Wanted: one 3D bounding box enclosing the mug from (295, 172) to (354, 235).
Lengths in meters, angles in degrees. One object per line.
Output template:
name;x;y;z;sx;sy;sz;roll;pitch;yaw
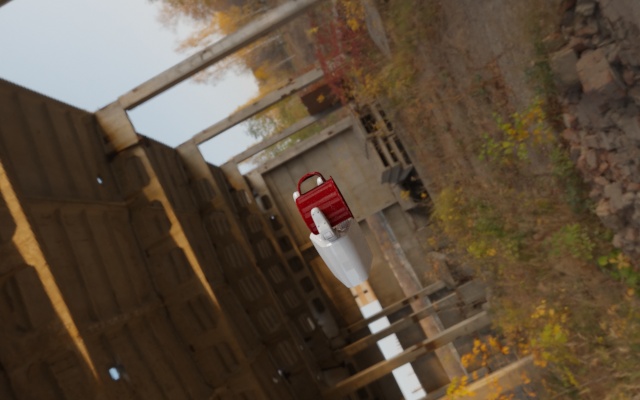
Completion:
mug;-0.001;0.002;0.892;0.081;0.117;0.093;-29;15;4
